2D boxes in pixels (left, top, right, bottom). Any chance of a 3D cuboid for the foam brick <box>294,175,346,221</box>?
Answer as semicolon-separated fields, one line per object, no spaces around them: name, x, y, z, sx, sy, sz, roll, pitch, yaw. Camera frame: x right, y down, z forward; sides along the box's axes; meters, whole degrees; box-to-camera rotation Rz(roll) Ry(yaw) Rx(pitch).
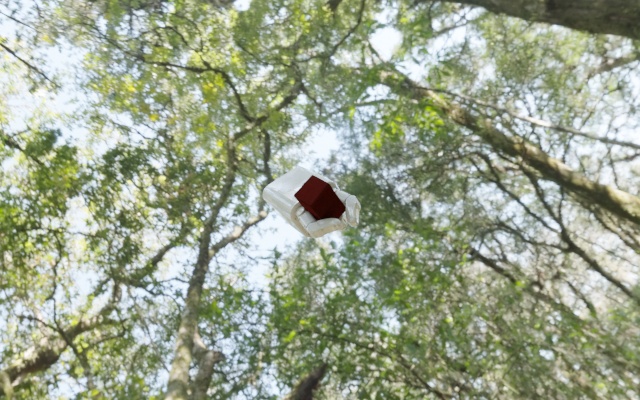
foam brick;0.000;0.003;0.845;0.051;0.053;0.078;33;-14;44
